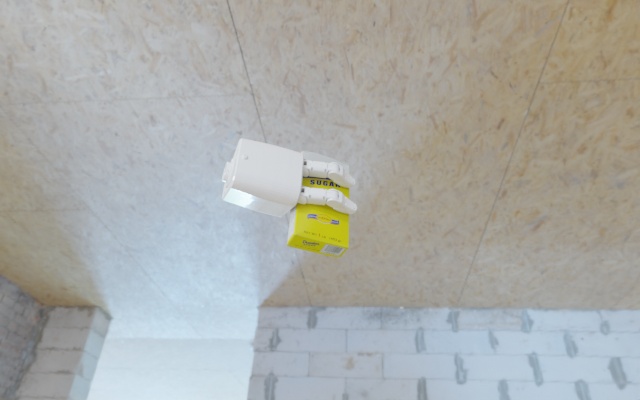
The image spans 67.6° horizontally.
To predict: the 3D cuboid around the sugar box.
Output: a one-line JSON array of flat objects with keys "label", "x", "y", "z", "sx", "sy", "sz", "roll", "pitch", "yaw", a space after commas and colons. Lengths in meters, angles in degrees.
[{"label": "sugar box", "x": 0.000, "y": 0.002, "z": 0.795, "sx": 0.093, "sy": 0.176, "sz": 0.048, "roll": 15, "pitch": -36, "yaw": -17}]
